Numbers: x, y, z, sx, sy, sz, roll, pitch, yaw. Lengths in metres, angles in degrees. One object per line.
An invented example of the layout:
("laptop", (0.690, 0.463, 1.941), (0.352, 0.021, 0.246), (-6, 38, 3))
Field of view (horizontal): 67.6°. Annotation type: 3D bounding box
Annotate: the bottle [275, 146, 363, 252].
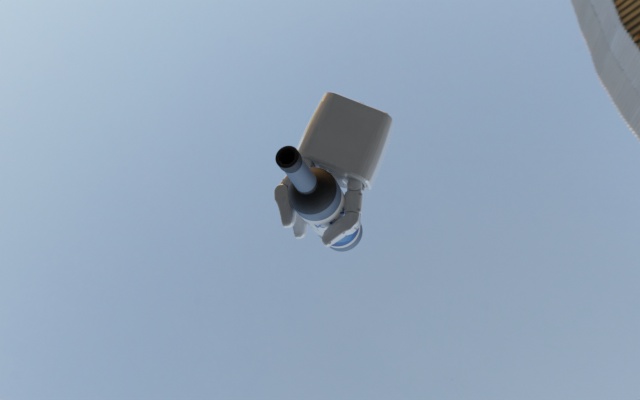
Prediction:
("bottle", (0.000, 0.002, 0.653), (0.069, 0.069, 0.296), (0, -20, 15))
